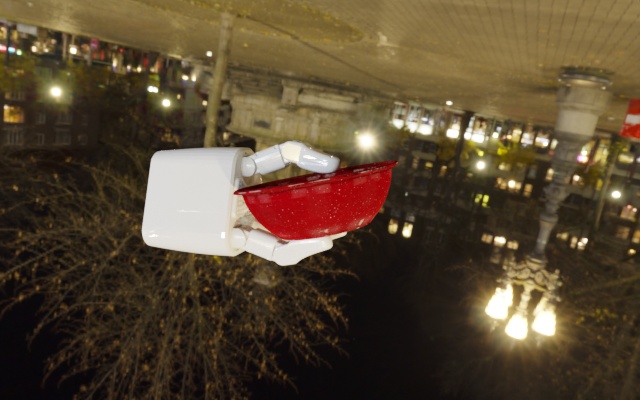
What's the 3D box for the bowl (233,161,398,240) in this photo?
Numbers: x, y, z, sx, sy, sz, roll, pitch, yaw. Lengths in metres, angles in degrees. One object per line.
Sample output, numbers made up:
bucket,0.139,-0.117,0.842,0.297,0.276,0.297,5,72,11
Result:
bowl,0.001,0.002,0.467,0.162,0.055,0.162,-11,5,1
